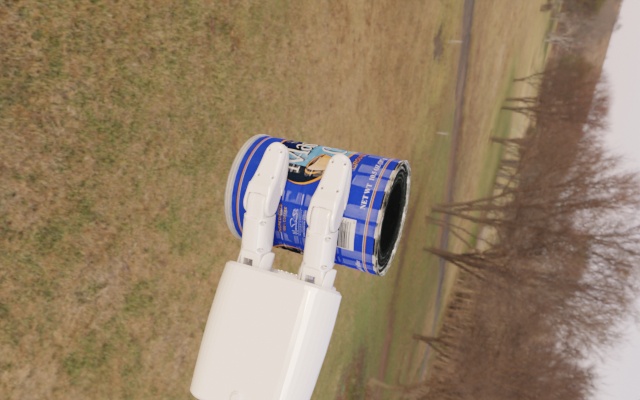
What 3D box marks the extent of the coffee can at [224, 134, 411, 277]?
[{"bbox_3d":[0.000,0.001,0.434,0.140,0.103,0.103,12,4,20],"label":"coffee can"}]
